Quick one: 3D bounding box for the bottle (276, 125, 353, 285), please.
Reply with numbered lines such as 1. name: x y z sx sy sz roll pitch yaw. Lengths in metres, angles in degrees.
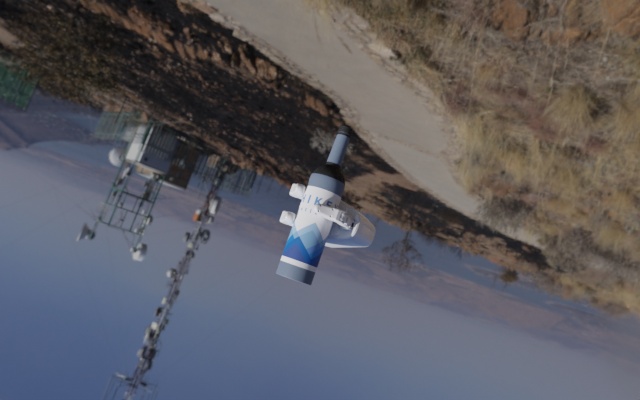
1. bottle: 0.000 0.003 0.869 0.069 0.295 0.069 19 -8 3
